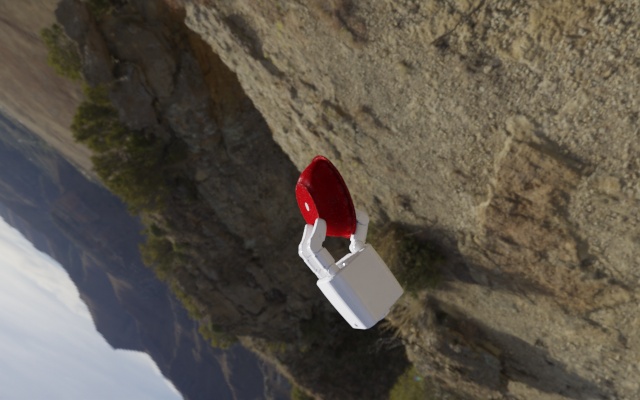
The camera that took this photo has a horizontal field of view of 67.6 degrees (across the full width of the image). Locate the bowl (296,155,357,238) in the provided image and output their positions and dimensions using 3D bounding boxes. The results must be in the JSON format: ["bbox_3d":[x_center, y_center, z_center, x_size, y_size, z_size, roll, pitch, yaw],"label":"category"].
[{"bbox_3d":[-0.001,0.002,0.859,0.055,0.162,0.162,-22,8,-19],"label":"bowl"}]
